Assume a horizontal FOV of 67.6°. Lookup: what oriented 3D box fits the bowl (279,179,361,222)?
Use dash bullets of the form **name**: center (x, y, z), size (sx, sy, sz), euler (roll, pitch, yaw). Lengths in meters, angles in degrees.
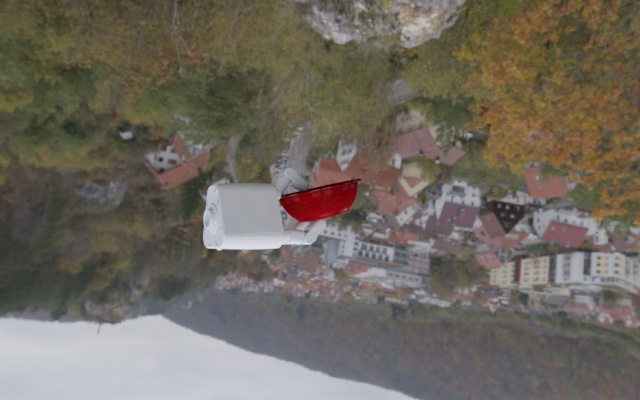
- **bowl**: center (0.001, 0.003, 0.872), size (0.162, 0.055, 0.162), euler (-13, 3, 1)
